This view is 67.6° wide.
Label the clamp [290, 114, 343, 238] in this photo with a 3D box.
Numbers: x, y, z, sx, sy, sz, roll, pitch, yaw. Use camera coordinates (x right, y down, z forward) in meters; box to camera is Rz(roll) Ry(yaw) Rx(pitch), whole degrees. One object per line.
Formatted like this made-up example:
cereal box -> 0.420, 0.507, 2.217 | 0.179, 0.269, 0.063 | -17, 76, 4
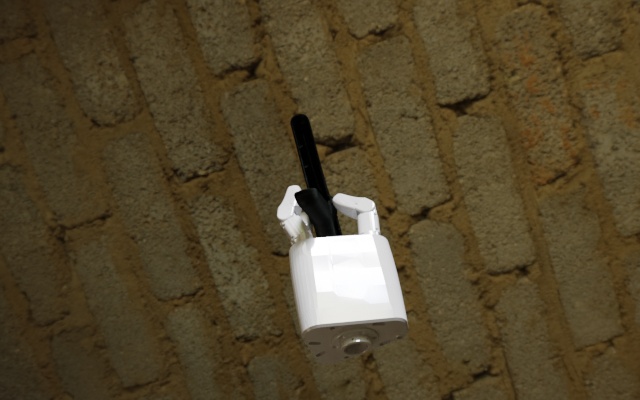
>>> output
clamp -> 0.001, 0.002, 0.619 | 0.036, 0.164, 0.210 | -13, -43, 7
